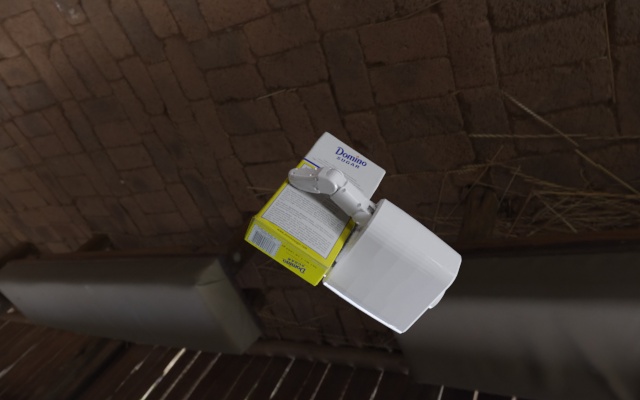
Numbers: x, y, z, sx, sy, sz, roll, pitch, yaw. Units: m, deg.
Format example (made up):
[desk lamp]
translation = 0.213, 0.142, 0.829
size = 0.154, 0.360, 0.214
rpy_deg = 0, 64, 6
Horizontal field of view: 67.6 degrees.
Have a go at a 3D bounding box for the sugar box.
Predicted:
[sugar box]
translation = 0.000, 0.002, 0.544
size = 0.093, 0.048, 0.176
rpy_deg = 34, 44, 2
